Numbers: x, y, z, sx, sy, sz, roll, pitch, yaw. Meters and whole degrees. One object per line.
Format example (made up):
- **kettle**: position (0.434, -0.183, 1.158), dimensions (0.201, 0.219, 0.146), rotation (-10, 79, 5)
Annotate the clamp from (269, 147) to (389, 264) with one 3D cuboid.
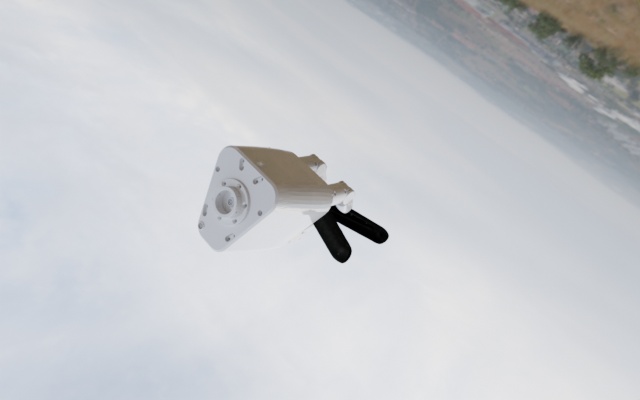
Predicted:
- **clamp**: position (-0.001, 0.002, 0.660), dimensions (0.210, 0.036, 0.164), rotation (44, 19, 23)
